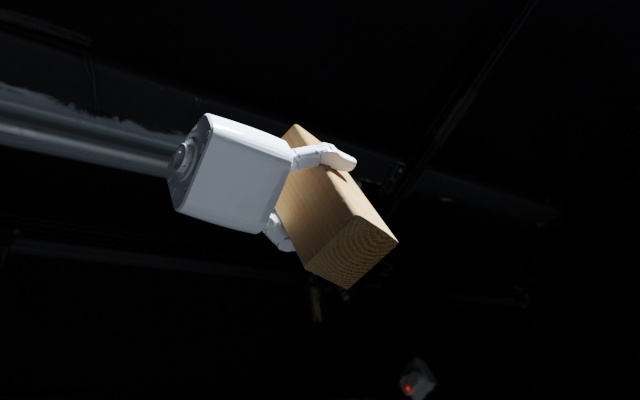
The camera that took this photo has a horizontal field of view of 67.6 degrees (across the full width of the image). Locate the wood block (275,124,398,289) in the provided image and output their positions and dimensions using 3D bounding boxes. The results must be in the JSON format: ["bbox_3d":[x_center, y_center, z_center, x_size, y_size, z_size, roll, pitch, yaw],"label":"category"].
[{"bbox_3d":[0.000,0.002,0.626,0.090,0.091,0.206,33,18,-42],"label":"wood block"}]
